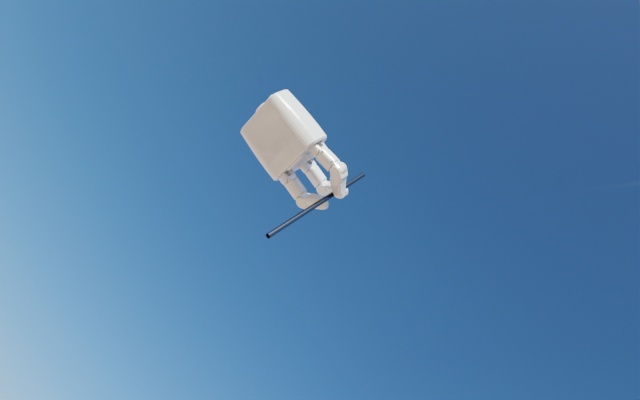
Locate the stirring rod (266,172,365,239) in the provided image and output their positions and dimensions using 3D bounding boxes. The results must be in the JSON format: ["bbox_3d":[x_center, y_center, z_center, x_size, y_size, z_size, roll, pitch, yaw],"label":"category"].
[{"bbox_3d":[0.000,0.002,0.761,0.011,0.011,0.239,0,24,43],"label":"stirring rod"}]
